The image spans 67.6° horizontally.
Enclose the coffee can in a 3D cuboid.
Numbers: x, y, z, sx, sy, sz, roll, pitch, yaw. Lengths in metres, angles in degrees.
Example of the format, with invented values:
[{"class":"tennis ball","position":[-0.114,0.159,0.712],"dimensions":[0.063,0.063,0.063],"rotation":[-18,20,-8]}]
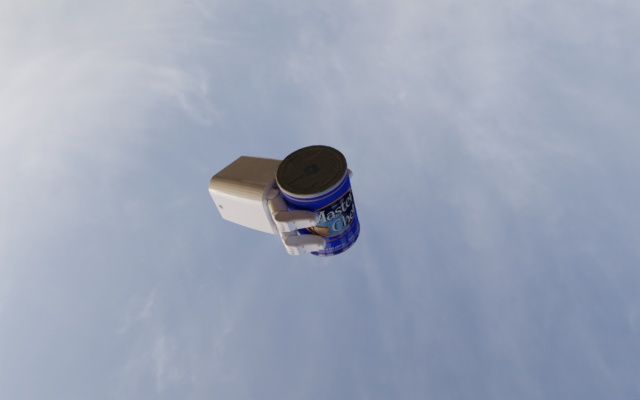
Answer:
[{"class":"coffee can","position":[0.000,0.002,0.720],"dimensions":[0.103,0.102,0.140],"rotation":[0,-43,15]}]
